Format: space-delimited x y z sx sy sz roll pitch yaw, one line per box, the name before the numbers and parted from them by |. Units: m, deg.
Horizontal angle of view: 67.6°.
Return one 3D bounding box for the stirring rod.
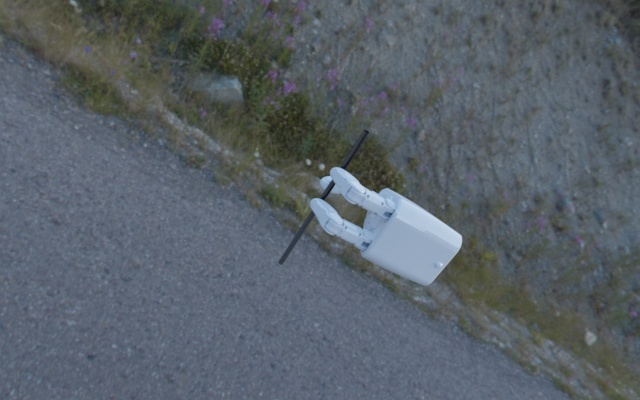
stirring rod | 0.000 0.002 0.670 0.011 0.240 0.011 27 25 -14
